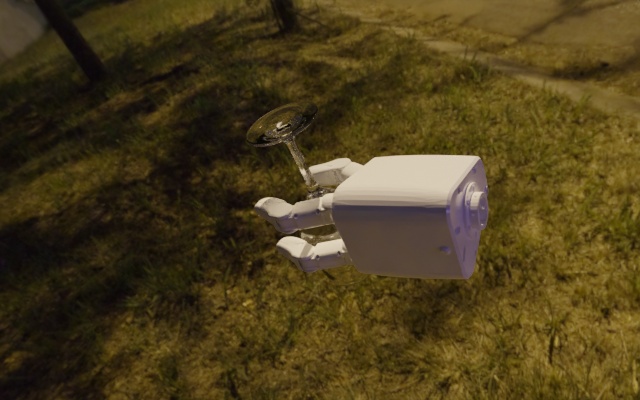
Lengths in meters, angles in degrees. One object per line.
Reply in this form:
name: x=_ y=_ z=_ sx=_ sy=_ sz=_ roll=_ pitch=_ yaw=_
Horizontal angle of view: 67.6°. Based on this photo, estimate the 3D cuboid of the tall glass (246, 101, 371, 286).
tall glass: x=0.000 y=0.001 z=0.502 sx=0.079 sy=0.201 sz=0.079 roll=-18 pitch=34 yaw=12
